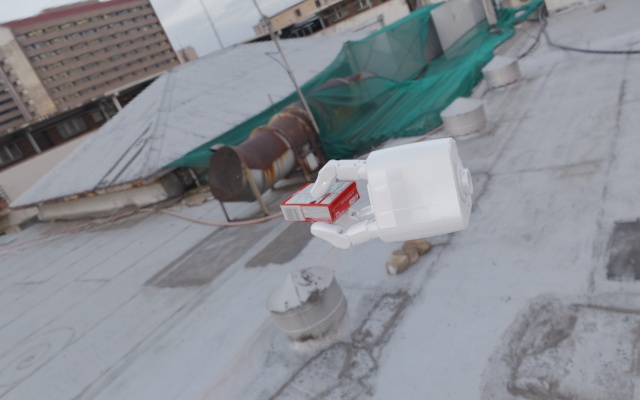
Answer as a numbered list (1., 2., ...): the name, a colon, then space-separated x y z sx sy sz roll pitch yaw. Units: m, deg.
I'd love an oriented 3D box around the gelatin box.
1. gelatin box: 0.000 0.002 0.676 0.089 0.030 0.073 0 27 36
